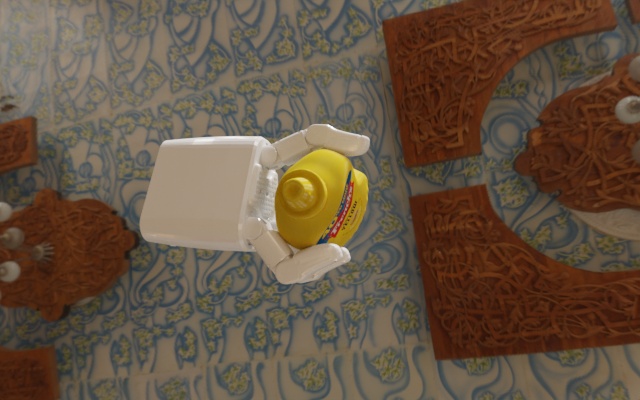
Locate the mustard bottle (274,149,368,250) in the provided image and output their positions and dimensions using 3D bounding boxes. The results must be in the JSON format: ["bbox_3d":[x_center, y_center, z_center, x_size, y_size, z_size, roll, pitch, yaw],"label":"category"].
[{"bbox_3d":[0.000,0.002,0.457,0.058,0.096,0.191,26,1,15],"label":"mustard bottle"}]
